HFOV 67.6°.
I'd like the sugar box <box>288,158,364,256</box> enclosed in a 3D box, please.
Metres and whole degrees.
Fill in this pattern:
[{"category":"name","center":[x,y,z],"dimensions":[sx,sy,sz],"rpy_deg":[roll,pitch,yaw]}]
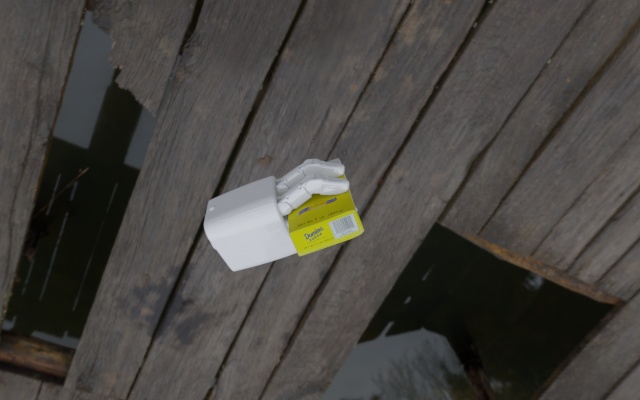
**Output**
[{"category":"sugar box","center":[0.000,0.002,0.687],"dimensions":[0.093,0.048,0.176],"rpy_deg":[-20,30,4]}]
